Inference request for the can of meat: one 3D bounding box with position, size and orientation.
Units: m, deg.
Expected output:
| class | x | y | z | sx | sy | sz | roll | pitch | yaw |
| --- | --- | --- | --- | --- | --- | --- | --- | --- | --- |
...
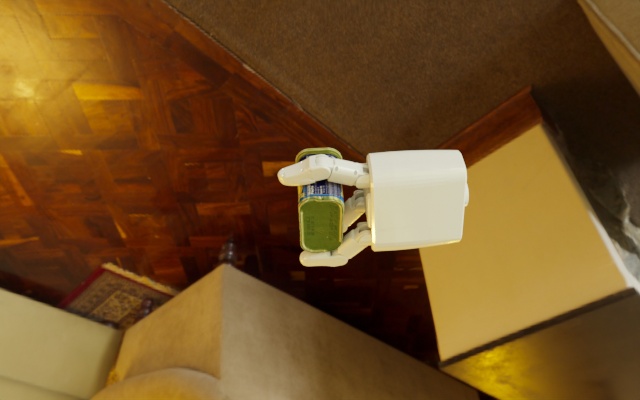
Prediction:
| class | x | y | z | sx | sy | sz | roll | pitch | yaw |
| --- | --- | --- | --- | --- | --- | --- | --- | --- | --- |
| can of meat | 0.000 | 0.002 | 0.580 | 0.057 | 0.083 | 0.102 | -2 | -43 | -1 |
